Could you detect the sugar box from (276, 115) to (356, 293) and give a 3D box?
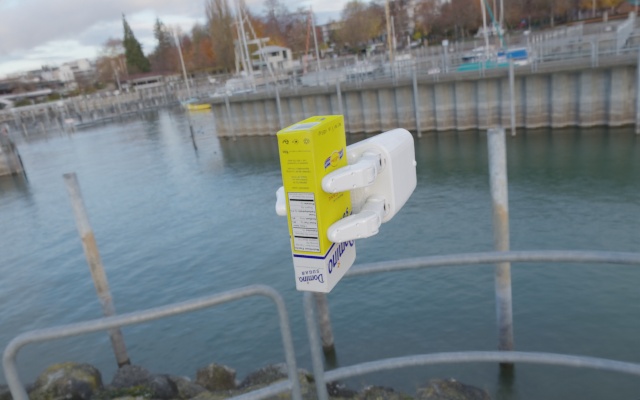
[{"bbox_3d":[0.001,0.002,0.523,0.048,0.176,0.093,-1,19,25],"label":"sugar box"}]
